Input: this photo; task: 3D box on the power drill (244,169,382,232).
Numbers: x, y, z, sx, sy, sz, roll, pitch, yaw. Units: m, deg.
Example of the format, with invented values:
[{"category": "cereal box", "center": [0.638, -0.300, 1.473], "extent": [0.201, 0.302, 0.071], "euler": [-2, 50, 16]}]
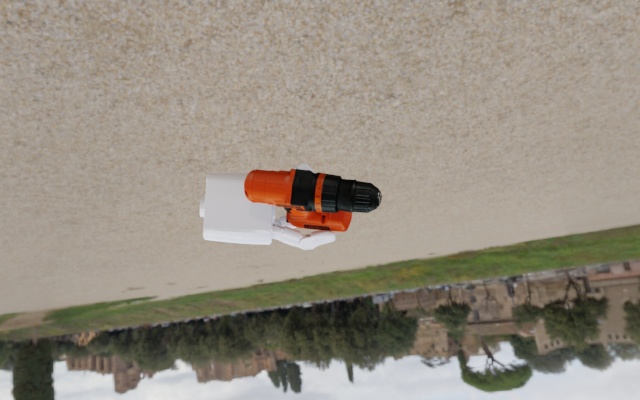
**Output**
[{"category": "power drill", "center": [0.000, 0.002, 0.697], "extent": [0.184, 0.057, 0.188], "euler": [8, -13, 11]}]
